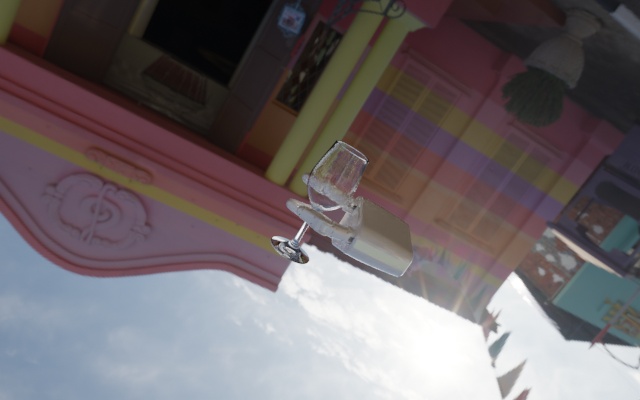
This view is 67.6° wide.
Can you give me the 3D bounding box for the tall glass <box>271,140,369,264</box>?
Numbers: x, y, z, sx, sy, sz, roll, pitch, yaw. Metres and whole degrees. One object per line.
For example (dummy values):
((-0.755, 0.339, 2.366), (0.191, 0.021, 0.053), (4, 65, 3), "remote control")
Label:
((0.000, 0.003, 0.776), (0.079, 0.201, 0.079), (29, 15, -9), "tall glass")
